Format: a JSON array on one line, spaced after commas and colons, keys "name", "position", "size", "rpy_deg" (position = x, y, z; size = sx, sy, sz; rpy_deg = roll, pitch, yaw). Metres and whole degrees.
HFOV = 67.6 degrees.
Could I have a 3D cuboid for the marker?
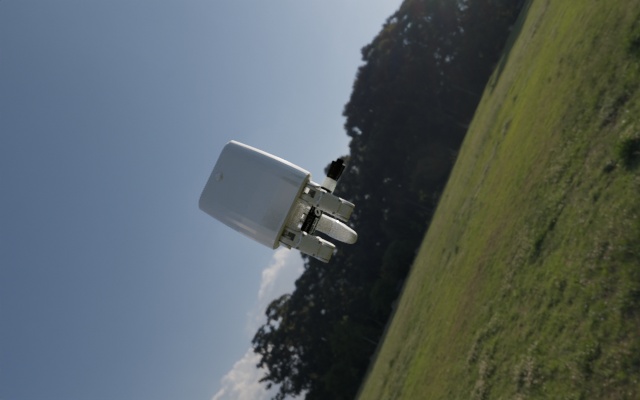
[{"name": "marker", "position": [0.000, 0.002, 0.608], "size": [0.020, 0.121, 0.020], "rpy_deg": [25, -1, 1]}]
